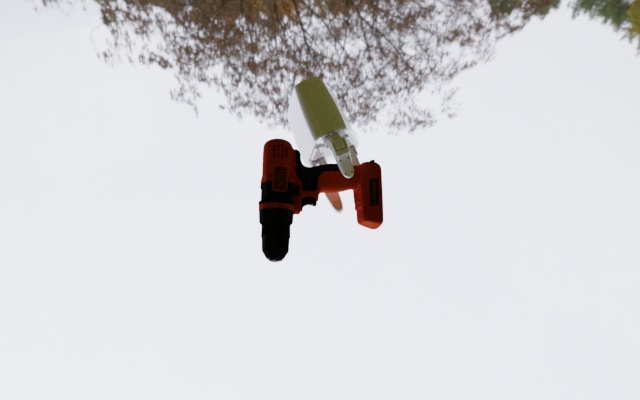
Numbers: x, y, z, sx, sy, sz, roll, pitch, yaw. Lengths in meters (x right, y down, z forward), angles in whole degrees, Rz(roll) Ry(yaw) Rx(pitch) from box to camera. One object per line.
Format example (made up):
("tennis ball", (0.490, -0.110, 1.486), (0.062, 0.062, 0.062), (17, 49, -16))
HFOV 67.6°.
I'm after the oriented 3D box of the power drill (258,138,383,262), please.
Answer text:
("power drill", (0.001, 0.002, 0.722), (0.187, 0.184, 0.057), (4, -11, -17))
